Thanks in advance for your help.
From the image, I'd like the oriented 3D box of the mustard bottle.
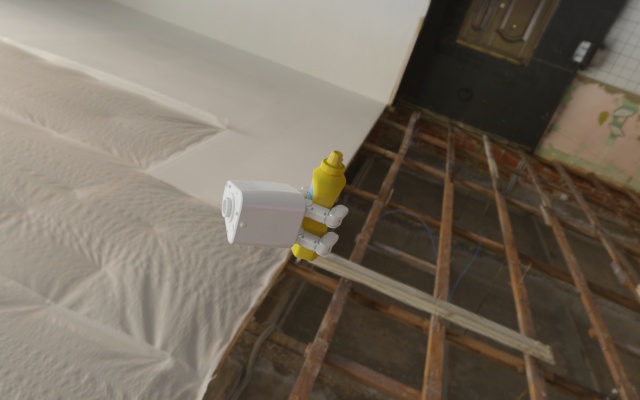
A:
[{"bbox_3d":[0.000,0.003,0.820,0.058,0.192,0.096,17,27,-2],"label":"mustard bottle"}]
